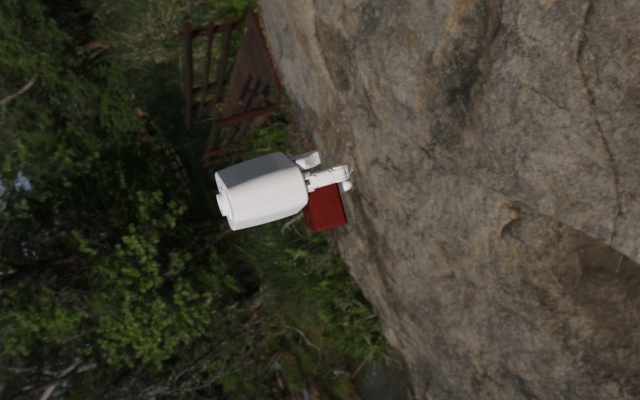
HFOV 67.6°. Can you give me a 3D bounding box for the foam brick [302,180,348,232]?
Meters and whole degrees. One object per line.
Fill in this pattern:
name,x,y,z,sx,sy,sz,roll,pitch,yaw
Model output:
foam brick,0.000,0.003,0.722,0.051,0.078,0.053,-18,10,-18
